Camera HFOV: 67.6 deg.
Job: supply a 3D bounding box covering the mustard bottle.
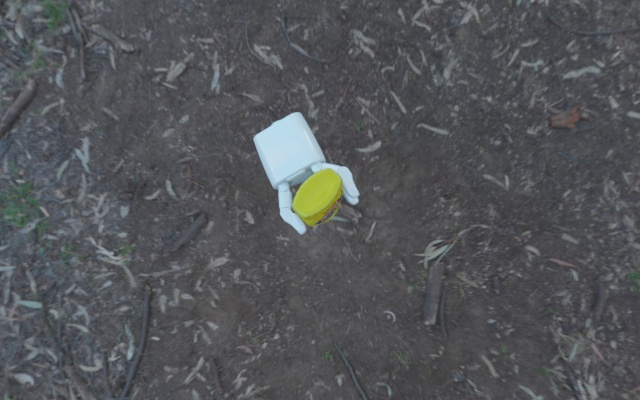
[{"bbox_3d":[0.000,0.003,0.885,0.058,0.096,0.192,41,-5,10],"label":"mustard bottle"}]
